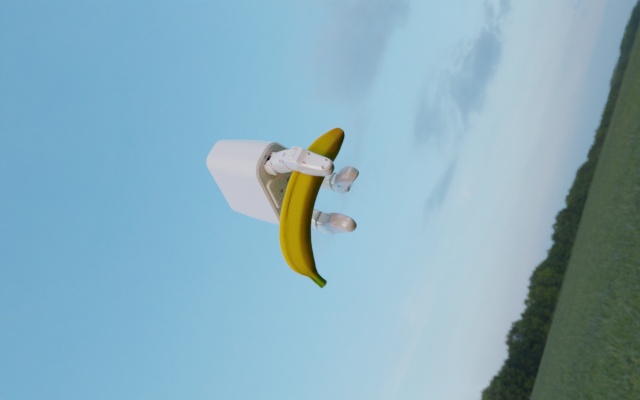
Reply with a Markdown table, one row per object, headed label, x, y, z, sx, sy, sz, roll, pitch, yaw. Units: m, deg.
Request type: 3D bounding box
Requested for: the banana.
| label | x | y | z | sx | sy | sz | roll | pitch | yaw |
| --- | --- | --- | --- | --- | --- | --- | --- | --- | --- |
| banana | -0.014 | 0.002 | 0.571 | 0.069 | 0.198 | 0.037 | 13 | -6 | -43 |
